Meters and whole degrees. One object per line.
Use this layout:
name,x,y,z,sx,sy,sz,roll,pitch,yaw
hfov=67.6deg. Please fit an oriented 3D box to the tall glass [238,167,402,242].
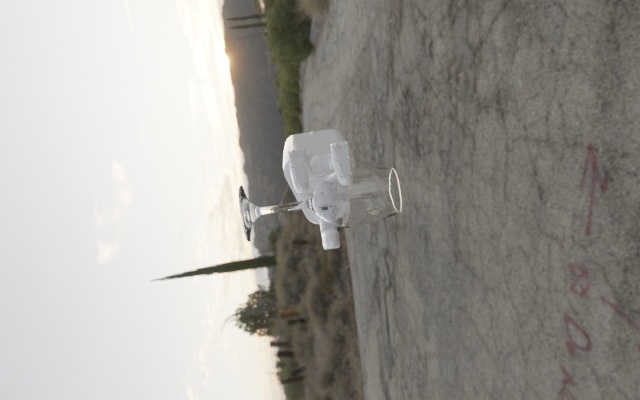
tall glass,-0.001,0.002,0.621,0.201,0.079,0.079,-8,0,-1
